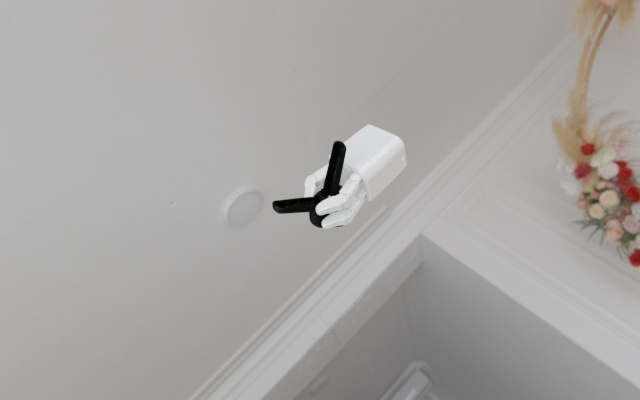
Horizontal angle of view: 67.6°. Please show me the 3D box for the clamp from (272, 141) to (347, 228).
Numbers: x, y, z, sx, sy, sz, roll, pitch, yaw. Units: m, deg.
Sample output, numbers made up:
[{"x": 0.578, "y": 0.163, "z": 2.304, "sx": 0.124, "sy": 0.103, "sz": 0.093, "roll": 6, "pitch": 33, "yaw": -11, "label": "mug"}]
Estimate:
[{"x": 0.000, "y": 0.003, "z": 0.882, "sx": 0.036, "sy": 0.164, "sz": 0.210, "roll": 43, "pitch": -13, "yaw": 32, "label": "clamp"}]
